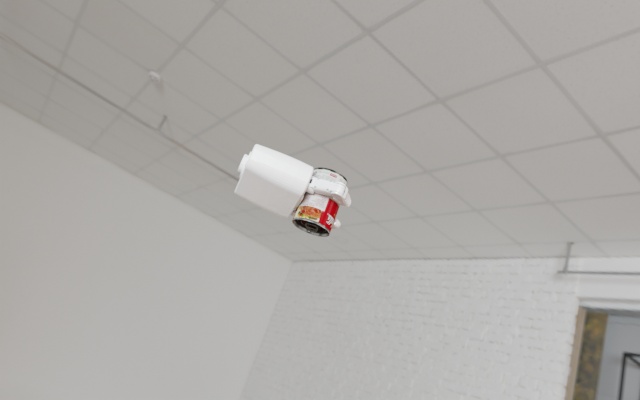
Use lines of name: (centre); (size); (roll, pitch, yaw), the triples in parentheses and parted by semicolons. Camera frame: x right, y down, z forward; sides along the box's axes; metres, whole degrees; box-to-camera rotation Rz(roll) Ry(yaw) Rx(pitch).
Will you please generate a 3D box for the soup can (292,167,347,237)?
soup can: (0.001, 0.003, 0.826); (0.068, 0.102, 0.068); (18, -21, 7)
